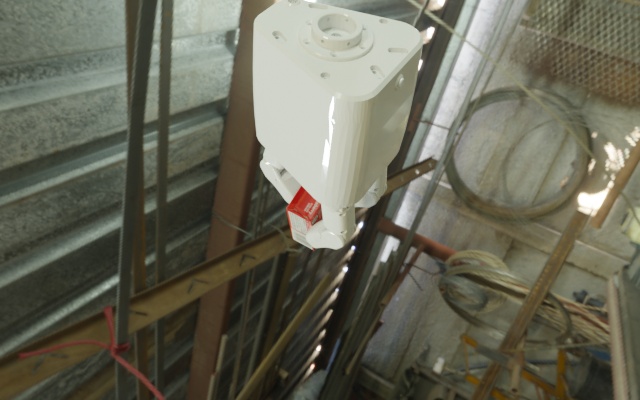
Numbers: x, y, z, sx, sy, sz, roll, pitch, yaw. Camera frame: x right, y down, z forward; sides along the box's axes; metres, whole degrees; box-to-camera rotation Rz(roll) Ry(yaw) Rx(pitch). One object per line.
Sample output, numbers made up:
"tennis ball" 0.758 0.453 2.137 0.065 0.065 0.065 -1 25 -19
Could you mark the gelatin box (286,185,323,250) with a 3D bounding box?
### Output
"gelatin box" 0.000 0.001 0.477 0.030 0.073 0.089 29 -20 13
